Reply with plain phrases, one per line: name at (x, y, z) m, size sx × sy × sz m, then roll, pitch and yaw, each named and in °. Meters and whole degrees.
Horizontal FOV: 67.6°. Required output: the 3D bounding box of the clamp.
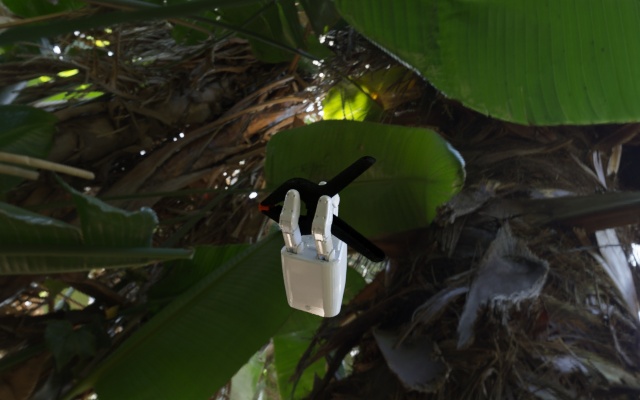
clamp at (0.000, 0.002, 0.725) m, size 0.210 × 0.165 × 0.036 m, roll 10°, pitch 26°, yaw 24°
